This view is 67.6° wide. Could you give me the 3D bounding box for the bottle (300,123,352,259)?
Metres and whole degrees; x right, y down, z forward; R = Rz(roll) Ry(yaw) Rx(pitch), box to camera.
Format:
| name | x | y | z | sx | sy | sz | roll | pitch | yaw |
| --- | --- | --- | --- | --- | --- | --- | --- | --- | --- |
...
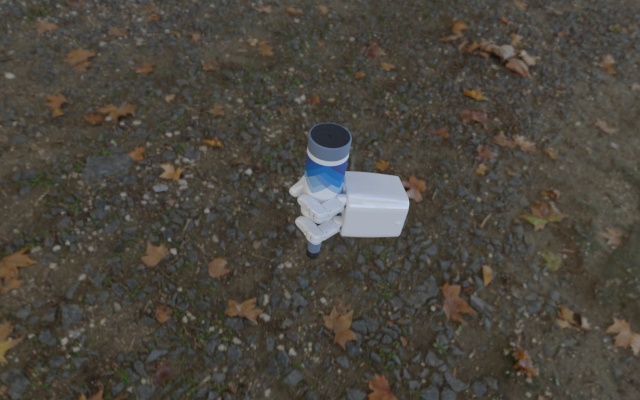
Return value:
| name | x | y | z | sx | sy | sz | roll | pitch | yaw |
| --- | --- | --- | --- | --- | --- | --- | --- | --- | --- |
| bottle | 0.000 | 0.003 | 0.838 | 0.069 | 0.069 | 0.296 | 0 | -44 | -8 |
